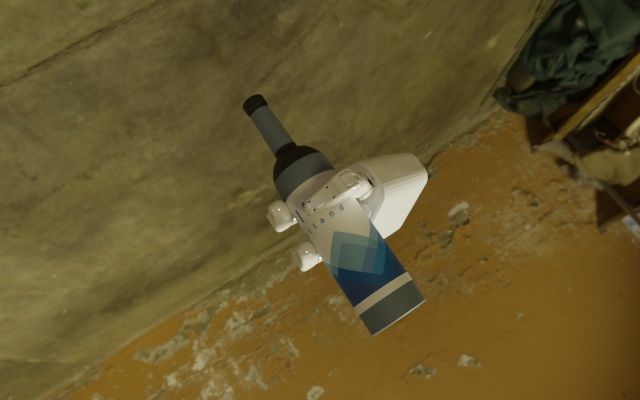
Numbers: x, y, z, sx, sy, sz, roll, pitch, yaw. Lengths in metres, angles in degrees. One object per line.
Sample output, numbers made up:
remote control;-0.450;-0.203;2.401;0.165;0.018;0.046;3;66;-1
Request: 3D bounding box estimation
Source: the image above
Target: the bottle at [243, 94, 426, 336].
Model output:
bottle;0.000;0.002;0.522;0.069;0.295;0.069;-32;-15;-10
